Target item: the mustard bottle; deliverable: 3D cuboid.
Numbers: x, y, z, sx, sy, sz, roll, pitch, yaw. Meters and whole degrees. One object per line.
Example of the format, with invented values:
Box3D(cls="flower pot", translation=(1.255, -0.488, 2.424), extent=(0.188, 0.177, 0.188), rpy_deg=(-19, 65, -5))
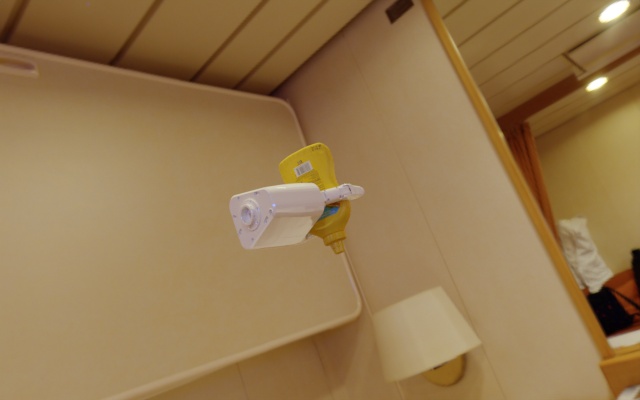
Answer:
Box3D(cls="mustard bottle", translation=(0.000, 0.003, 0.836), extent=(0.096, 0.191, 0.058), rpy_deg=(-26, -16, 16))
